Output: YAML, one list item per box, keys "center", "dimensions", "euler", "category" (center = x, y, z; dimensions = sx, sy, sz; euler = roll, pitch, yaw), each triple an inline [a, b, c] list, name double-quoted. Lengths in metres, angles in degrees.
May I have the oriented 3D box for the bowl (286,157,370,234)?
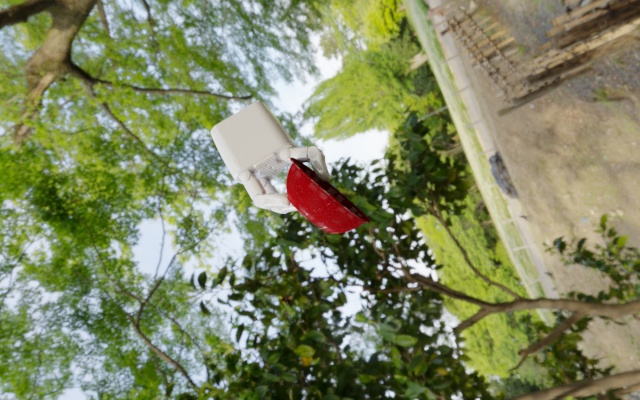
- center: [0.001, 0.004, 0.752]
  dimensions: [0.162, 0.055, 0.162]
  euler: [38, 6, -5]
  category: "bowl"
